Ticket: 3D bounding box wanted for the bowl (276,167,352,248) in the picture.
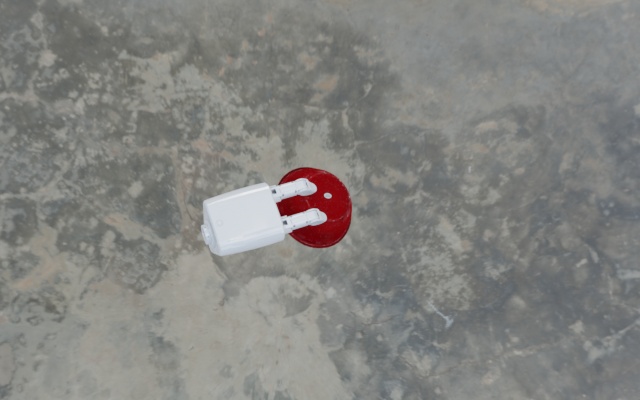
[{"bbox_3d":[0.001,0.002,0.871,0.162,0.162,0.055,0,-21,-30],"label":"bowl"}]
